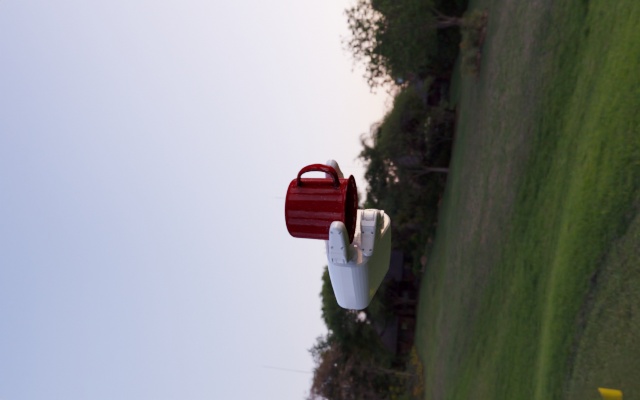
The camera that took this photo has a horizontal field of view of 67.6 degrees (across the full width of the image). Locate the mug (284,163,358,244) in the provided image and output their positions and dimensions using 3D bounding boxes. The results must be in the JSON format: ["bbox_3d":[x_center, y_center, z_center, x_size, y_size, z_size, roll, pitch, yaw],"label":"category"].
[{"bbox_3d":[0.000,0.001,0.623,0.081,0.117,0.093,2,43,14],"label":"mug"}]
